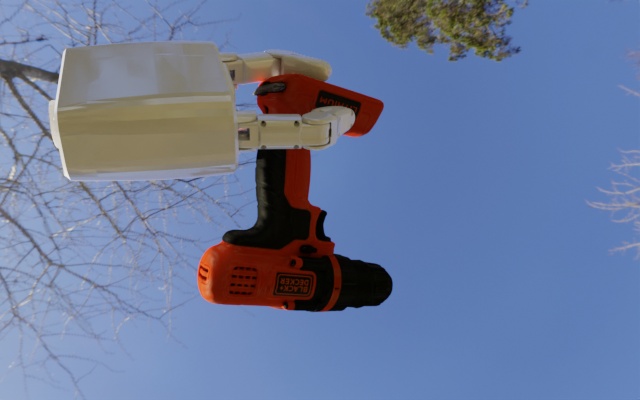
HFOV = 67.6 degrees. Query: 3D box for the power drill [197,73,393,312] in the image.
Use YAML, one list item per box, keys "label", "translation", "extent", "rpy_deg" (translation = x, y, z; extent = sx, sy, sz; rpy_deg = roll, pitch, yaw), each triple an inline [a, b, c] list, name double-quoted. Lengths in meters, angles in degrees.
- label: "power drill"
  translation: [0.000, 0.001, 0.403]
  extent: [0.184, 0.187, 0.057]
  rpy_deg: [10, -1, -35]
